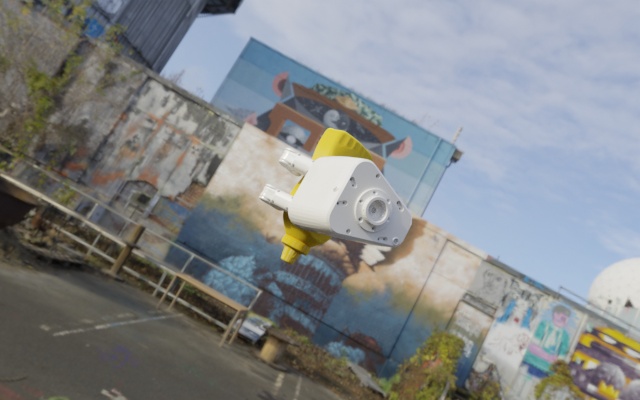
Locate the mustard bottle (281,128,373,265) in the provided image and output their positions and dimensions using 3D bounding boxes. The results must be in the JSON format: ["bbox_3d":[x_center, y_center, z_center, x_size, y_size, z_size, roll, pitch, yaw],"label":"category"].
[{"bbox_3d":[0.000,0.002,0.669,0.058,0.191,0.096,21,-12,40],"label":"mustard bottle"}]
